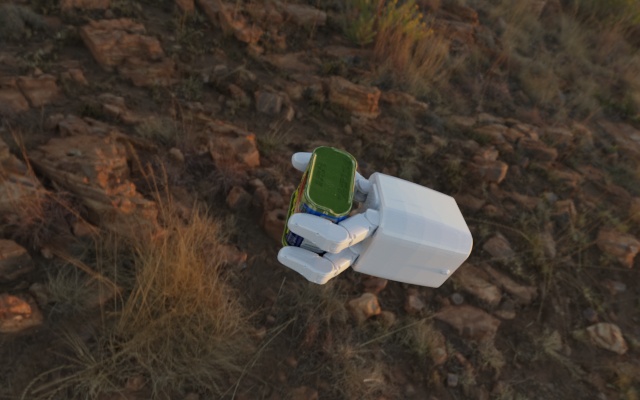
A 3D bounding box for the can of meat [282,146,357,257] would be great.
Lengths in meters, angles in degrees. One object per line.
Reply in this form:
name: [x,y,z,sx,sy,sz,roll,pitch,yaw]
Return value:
can of meat: [0.000,0.001,0.531,0.057,0.102,0.084,17,-43,-8]
